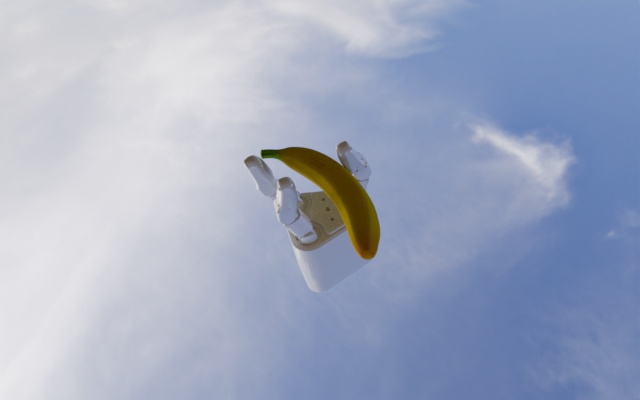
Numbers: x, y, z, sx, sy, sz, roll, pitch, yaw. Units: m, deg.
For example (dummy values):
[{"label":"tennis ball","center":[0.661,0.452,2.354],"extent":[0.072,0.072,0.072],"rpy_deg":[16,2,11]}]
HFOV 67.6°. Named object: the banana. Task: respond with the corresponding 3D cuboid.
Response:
[{"label":"banana","center":[0.013,-0.009,0.534],"extent":[0.069,0.037,0.197],"rpy_deg":[-31,52,-22]}]
